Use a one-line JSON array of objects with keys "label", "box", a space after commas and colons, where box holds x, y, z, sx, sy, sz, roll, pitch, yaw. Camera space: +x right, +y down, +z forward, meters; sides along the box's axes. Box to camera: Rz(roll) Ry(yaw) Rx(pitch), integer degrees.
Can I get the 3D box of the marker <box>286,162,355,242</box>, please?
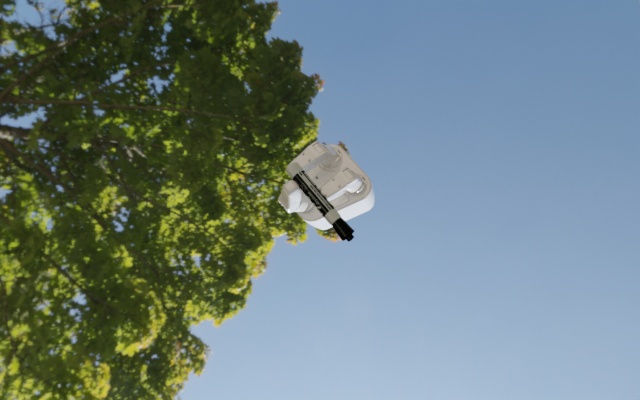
[{"label": "marker", "box": [0.000, 0.002, 0.586, 0.020, 0.121, 0.020, -36, -17, -13]}]
